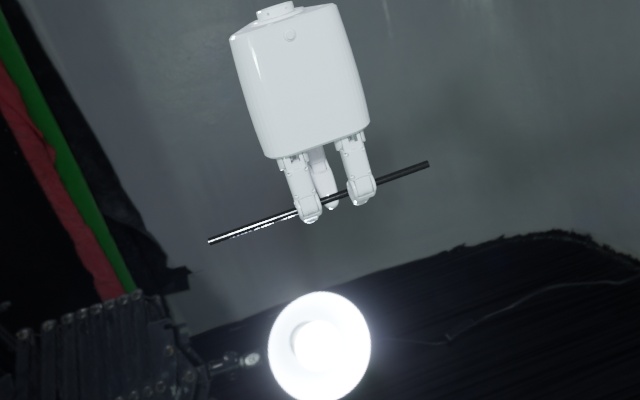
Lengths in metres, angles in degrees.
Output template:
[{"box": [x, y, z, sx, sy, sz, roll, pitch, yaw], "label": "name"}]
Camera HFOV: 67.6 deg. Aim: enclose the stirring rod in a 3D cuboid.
[{"box": [0.000, 0.002, 0.493, 0.239, 0.011, 0.011, -20, 1, -4], "label": "stirring rod"}]
